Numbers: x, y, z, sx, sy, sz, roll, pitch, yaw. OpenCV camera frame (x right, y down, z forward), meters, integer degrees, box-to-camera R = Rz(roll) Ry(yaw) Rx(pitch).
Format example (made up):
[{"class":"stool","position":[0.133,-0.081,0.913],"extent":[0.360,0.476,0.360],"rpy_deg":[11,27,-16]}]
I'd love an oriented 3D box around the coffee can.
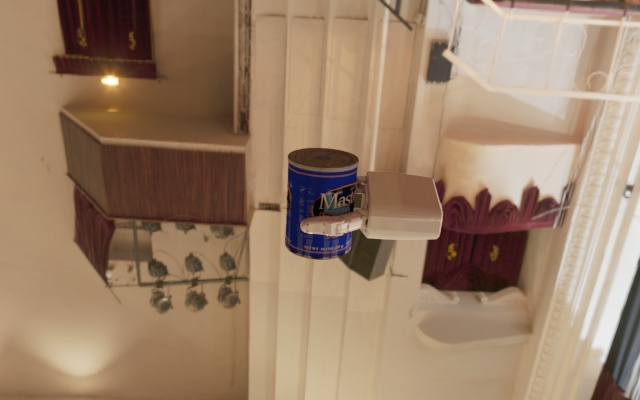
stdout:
[{"class":"coffee can","position":[0.000,0.002,0.709],"extent":[0.103,0.140,0.102],"rpy_deg":[3,21,-1]}]
